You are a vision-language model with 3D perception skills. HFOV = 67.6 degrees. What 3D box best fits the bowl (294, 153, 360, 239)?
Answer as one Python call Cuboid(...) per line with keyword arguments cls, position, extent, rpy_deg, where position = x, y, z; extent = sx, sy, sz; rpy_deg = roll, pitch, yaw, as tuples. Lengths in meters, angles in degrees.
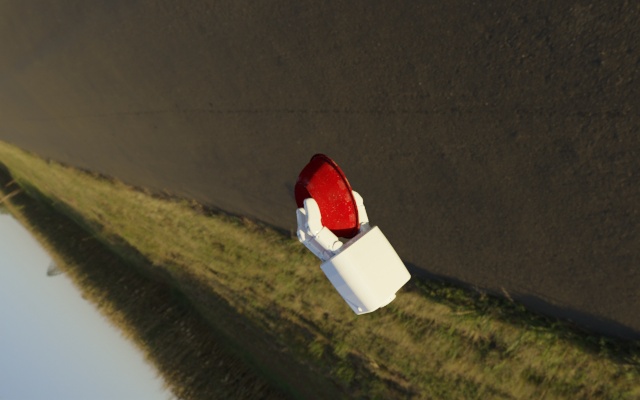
Cuboid(cls="bowl", position=(-0.001, 0.002, 0.828), extent=(0.055, 0.162, 0.162), rpy_deg=(-23, 9, -22))
